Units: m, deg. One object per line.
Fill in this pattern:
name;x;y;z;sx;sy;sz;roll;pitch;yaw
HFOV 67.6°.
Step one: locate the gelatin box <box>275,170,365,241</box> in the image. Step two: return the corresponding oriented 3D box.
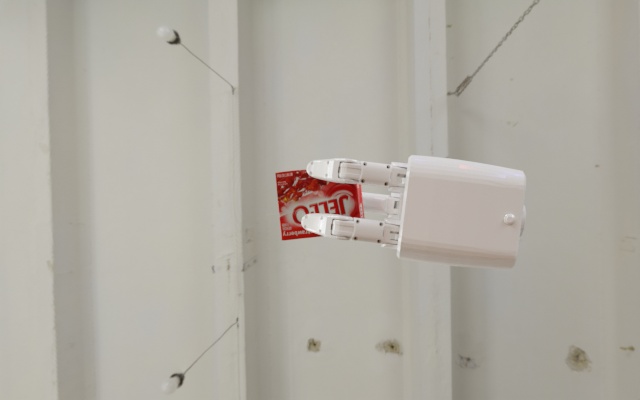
gelatin box;0.000;0.002;0.505;0.089;0.073;0.030;-6;-2;16
